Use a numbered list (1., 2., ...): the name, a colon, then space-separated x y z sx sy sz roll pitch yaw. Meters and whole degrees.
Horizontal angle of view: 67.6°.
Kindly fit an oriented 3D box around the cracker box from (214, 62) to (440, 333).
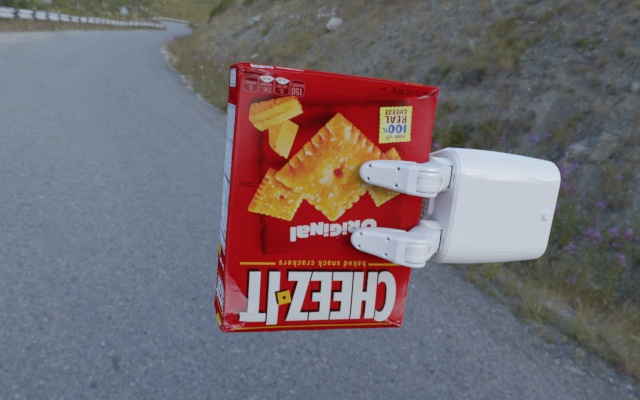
1. cracker box: 0.000 0.001 0.408 0.164 0.214 0.072 3 12 -16
